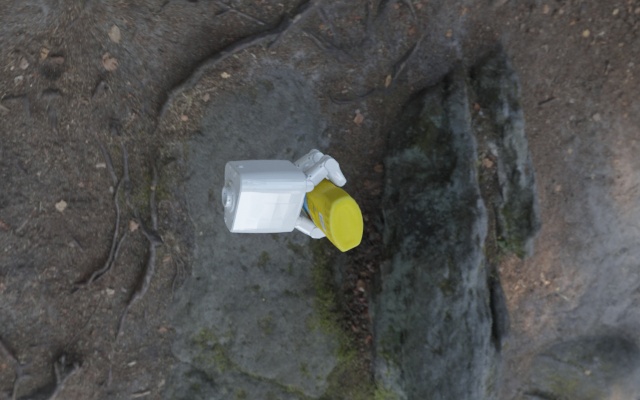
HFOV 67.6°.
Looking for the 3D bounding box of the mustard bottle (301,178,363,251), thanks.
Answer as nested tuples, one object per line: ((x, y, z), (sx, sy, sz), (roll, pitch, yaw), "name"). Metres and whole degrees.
((0.001, 0.003, 0.800), (0.058, 0.096, 0.191), (-25, 31, -16), "mustard bottle")
